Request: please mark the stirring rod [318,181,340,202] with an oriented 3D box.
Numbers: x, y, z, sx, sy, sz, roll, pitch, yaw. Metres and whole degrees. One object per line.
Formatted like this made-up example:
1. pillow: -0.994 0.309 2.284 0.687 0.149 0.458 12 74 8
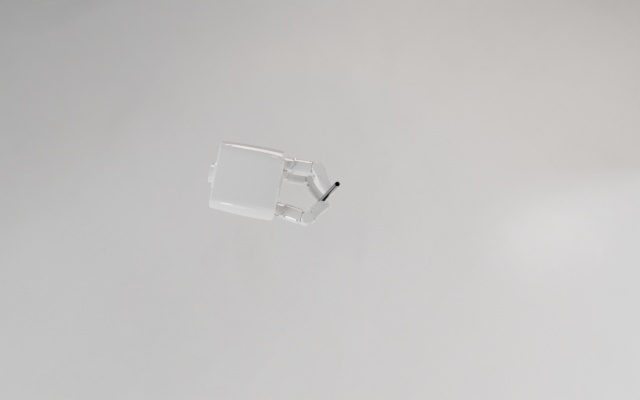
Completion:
1. stirring rod: 0.000 0.003 0.825 0.011 0.011 0.239 0 -13 -12
